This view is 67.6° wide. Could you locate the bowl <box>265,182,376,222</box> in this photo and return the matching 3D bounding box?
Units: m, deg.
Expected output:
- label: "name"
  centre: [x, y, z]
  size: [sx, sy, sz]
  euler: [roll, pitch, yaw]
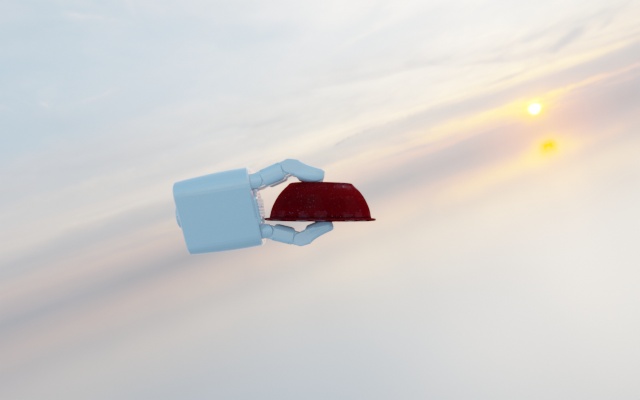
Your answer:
- label: "bowl"
  centre: [0.001, 0.002, 0.693]
  size: [0.162, 0.055, 0.162]
  euler: [1, -1, 0]
